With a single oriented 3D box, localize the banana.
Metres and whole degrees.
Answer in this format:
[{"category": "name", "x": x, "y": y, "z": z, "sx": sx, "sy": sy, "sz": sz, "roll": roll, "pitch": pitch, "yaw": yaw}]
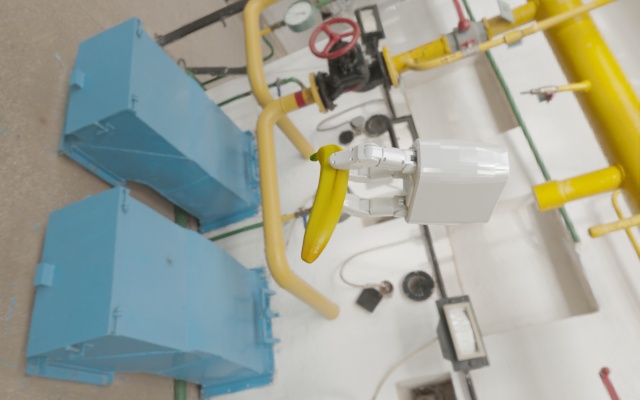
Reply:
[{"category": "banana", "x": 0.008, "y": -0.013, "z": 0.584, "sx": 0.037, "sy": 0.197, "sz": 0.070, "roll": 22, "pitch": -50, "yaw": -14}]
